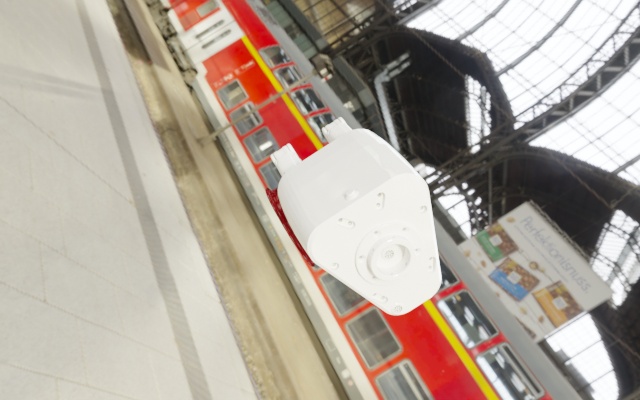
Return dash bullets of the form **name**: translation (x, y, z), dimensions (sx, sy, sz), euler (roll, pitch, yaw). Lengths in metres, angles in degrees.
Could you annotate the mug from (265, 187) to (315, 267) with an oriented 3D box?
- **mug**: translation (0.000, 0.001, 0.494), dimensions (0.081, 0.093, 0.117), euler (-31, 28, 0)
